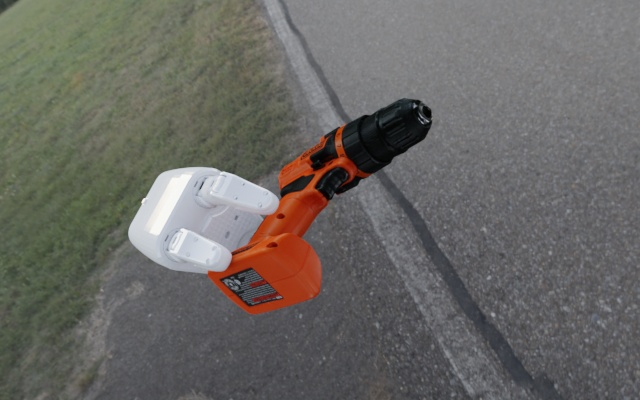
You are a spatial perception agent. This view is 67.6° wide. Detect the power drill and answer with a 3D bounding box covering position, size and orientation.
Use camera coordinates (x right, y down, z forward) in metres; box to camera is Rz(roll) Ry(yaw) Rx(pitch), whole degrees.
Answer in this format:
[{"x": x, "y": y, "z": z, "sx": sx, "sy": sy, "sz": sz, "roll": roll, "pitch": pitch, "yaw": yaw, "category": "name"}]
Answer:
[{"x": 0.000, "y": 0.002, "z": 0.404, "sx": 0.184, "sy": 0.057, "sz": 0.187, "roll": -29, "pitch": 20, "yaw": 45, "category": "power drill"}]
